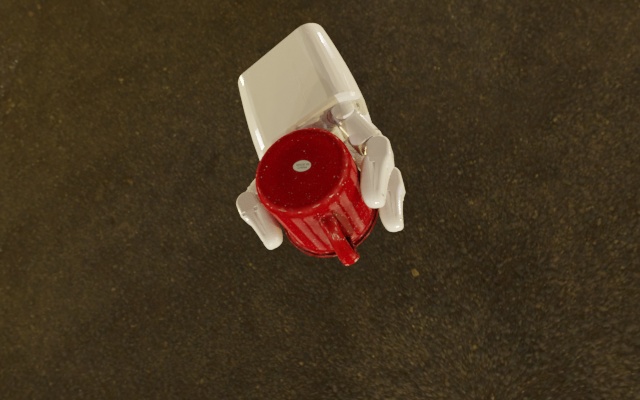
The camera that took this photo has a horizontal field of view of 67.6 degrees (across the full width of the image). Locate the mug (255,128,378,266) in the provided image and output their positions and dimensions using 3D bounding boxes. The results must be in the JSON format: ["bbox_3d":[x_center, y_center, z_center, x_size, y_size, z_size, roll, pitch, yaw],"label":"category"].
[{"bbox_3d":[0.000,0.002,0.402,0.093,0.117,0.081,-26,-31,6],"label":"mug"}]
